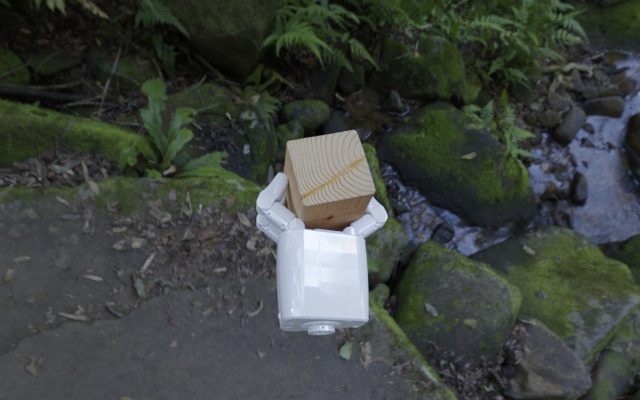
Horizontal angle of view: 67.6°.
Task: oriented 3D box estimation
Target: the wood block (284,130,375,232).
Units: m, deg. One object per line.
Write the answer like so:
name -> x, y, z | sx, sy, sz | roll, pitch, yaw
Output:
wood block -> 0.001, 0.002, 0.654 | 0.091, 0.090, 0.206 | -11, -22, -12
